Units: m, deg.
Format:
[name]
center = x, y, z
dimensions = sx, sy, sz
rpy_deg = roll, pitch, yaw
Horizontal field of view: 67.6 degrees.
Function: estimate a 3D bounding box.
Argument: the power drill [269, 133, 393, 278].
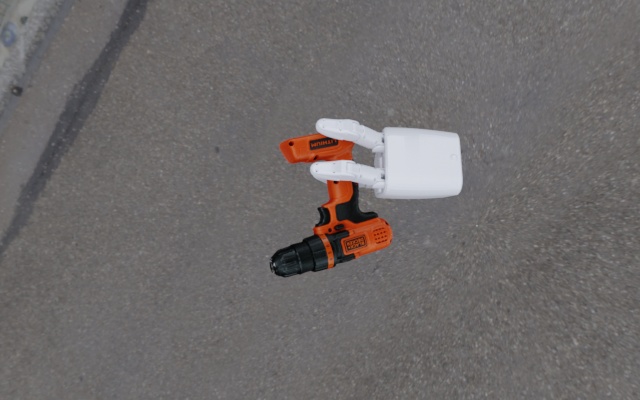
[power drill]
center = 0.000, 0.002, 0.671
dimensions = 0.184, 0.187, 0.057
rpy_deg = -15, 4, -21
